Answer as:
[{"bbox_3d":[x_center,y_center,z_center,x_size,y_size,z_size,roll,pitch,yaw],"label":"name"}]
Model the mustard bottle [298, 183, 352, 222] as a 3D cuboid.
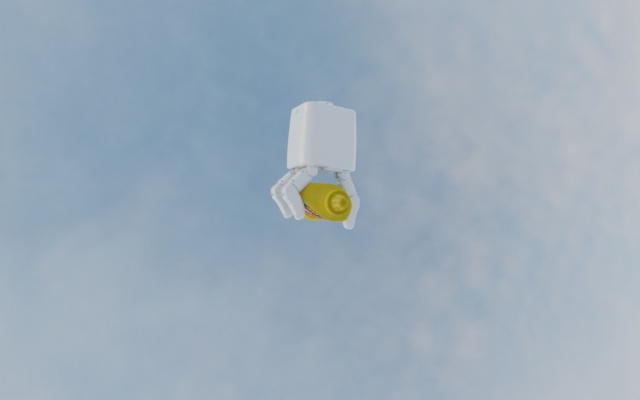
[{"bbox_3d":[0.000,0.003,0.816,0.096,0.058,0.191,29,-11,-20],"label":"mustard bottle"}]
